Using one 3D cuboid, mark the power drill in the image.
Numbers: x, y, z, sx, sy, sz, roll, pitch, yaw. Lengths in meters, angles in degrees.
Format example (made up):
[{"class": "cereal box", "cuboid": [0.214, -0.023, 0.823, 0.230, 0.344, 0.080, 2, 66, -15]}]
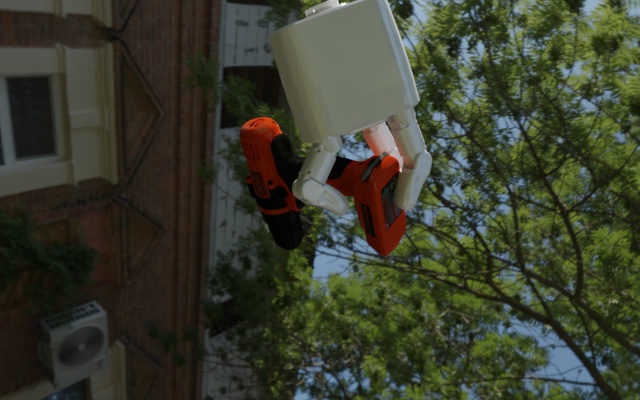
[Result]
[{"class": "power drill", "cuboid": [0.000, 0.002, 0.540, 0.187, 0.185, 0.057, 13, 45, 31]}]
